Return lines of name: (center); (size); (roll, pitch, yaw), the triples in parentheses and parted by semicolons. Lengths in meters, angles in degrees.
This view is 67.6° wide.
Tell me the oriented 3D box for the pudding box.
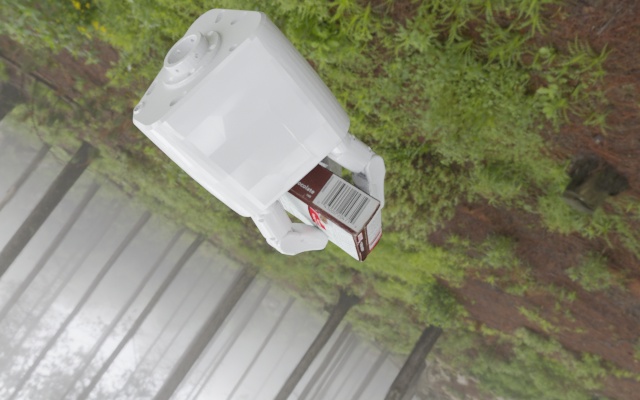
pudding box: (0.000, 0.002, 0.430); (0.113, 0.039, 0.090); (35, -12, 19)
